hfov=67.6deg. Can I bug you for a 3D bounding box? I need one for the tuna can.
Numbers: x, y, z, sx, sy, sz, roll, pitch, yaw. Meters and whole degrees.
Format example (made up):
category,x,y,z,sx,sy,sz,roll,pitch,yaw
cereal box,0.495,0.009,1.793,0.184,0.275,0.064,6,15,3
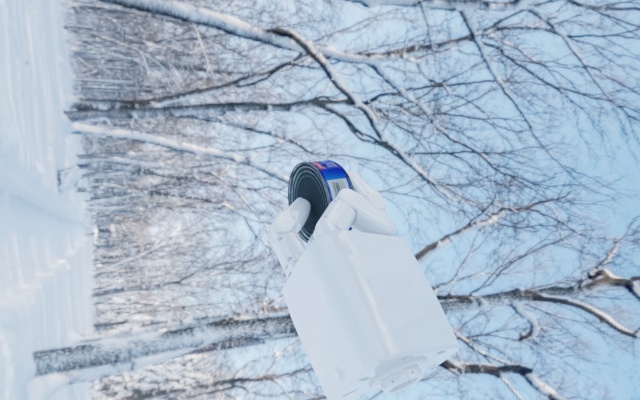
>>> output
category,x,y,z,sx,sy,sz,roll,pitch,yaw
tuna can,0.001,0.001,0.492,0.034,0.086,0.086,-9,4,-30
